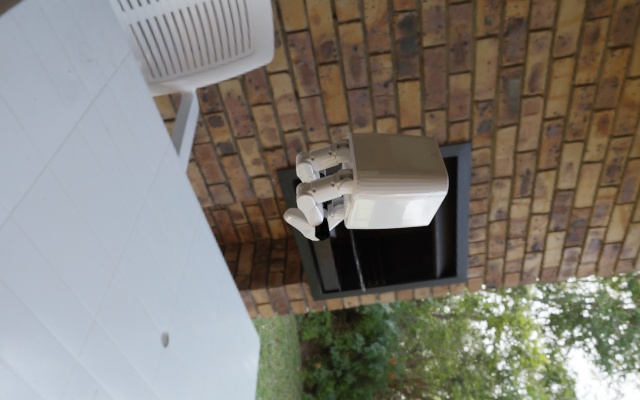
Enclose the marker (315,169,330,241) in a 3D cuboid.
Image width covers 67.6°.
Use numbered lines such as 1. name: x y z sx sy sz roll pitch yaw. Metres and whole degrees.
1. marker: 0.000 0.002 0.607 0.020 0.121 0.020 -2 -44 -2
